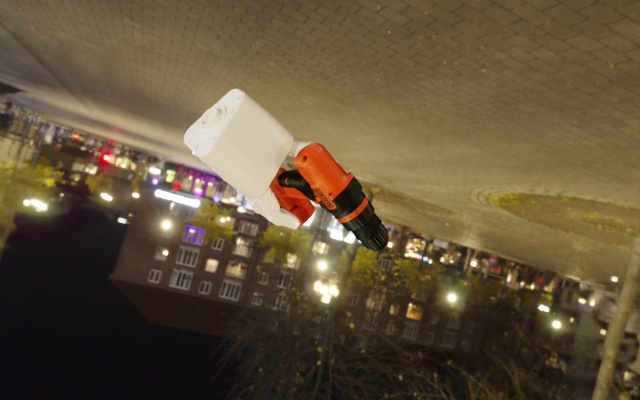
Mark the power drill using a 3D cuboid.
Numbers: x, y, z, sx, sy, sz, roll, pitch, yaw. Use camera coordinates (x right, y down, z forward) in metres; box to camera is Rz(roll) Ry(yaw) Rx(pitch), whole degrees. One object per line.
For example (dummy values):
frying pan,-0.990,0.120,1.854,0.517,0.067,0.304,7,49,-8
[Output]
power drill,0.000,0.002,0.712,0.057,0.184,0.187,-47,20,-26
